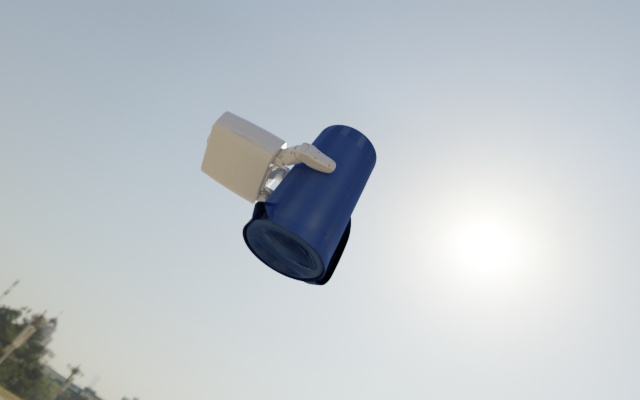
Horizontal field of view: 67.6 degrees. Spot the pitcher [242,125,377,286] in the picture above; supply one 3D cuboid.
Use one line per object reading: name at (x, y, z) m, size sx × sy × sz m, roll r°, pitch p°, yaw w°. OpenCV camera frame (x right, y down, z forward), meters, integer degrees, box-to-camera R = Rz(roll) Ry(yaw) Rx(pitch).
pitcher at (0.000, 0.002, 0.746) m, size 0.145 × 0.242 × 0.149 m, roll 29°, pitch -34°, yaw 4°
